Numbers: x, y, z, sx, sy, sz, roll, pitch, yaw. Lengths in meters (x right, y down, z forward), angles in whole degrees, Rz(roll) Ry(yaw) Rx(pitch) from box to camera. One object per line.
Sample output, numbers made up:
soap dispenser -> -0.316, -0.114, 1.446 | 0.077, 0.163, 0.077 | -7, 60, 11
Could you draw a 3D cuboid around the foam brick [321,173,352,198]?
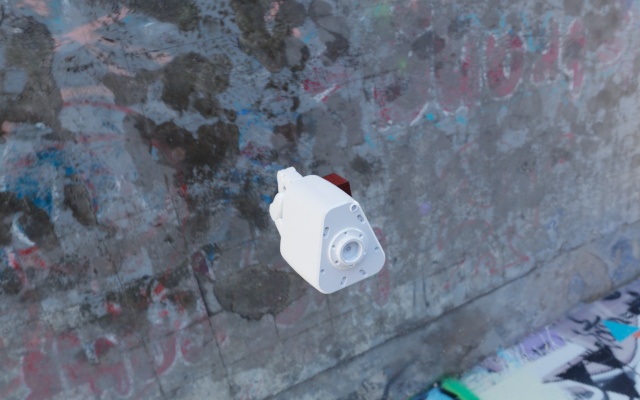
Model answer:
foam brick -> 0.000, 0.002, 0.656 | 0.078, 0.053, 0.051 | -20, 23, -19
